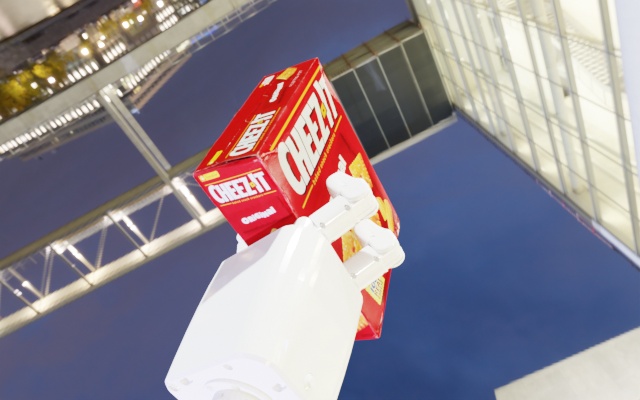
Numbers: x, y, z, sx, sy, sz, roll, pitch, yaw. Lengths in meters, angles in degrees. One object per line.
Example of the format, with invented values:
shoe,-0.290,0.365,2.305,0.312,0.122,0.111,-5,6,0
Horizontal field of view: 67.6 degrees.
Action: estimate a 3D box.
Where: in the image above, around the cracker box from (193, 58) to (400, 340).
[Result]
cracker box,0.000,0.002,0.448,0.072,0.214,0.164,-13,35,27
